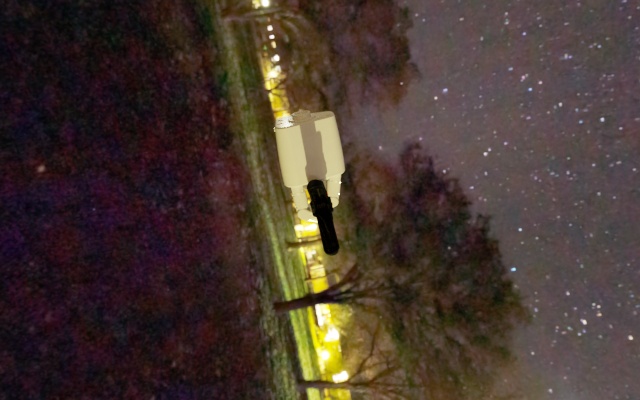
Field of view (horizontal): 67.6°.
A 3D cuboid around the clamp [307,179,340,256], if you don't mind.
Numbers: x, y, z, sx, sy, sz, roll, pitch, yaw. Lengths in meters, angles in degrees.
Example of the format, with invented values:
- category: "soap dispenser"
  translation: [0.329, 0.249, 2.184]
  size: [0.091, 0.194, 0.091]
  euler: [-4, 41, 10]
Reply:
- category: "clamp"
  translation: [0.001, 0.002, 0.779]
  size: [0.039, 0.120, 0.171]
  euler: [-10, 22, -3]
